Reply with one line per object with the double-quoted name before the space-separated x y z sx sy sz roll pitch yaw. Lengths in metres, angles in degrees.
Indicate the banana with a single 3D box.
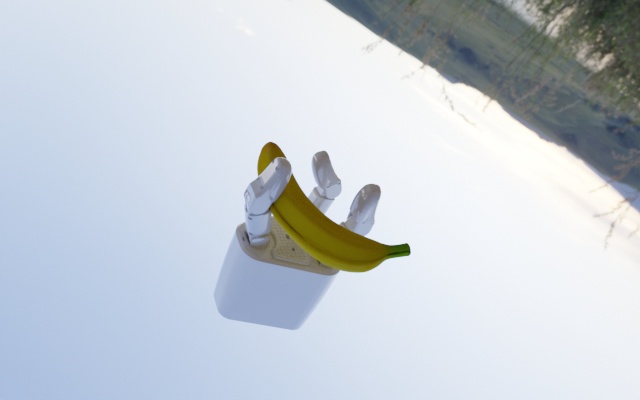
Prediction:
"banana" -0.011 0.010 0.461 0.197 0.037 0.069 40 45 26
